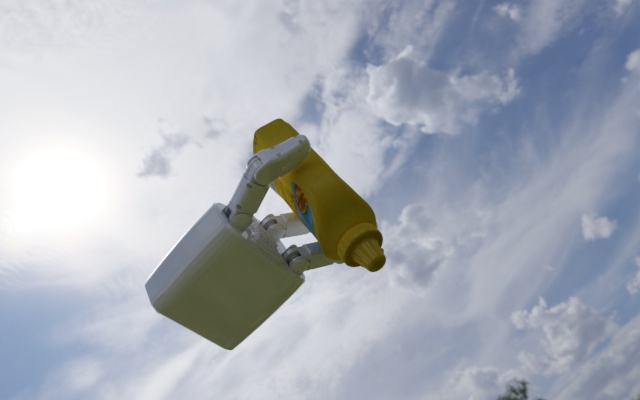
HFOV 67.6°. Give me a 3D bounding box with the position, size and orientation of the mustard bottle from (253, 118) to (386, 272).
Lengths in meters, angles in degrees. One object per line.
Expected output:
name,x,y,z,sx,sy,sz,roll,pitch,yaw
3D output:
mustard bottle,0.000,0.001,0.459,0.058,0.096,0.191,-30,46,-13
